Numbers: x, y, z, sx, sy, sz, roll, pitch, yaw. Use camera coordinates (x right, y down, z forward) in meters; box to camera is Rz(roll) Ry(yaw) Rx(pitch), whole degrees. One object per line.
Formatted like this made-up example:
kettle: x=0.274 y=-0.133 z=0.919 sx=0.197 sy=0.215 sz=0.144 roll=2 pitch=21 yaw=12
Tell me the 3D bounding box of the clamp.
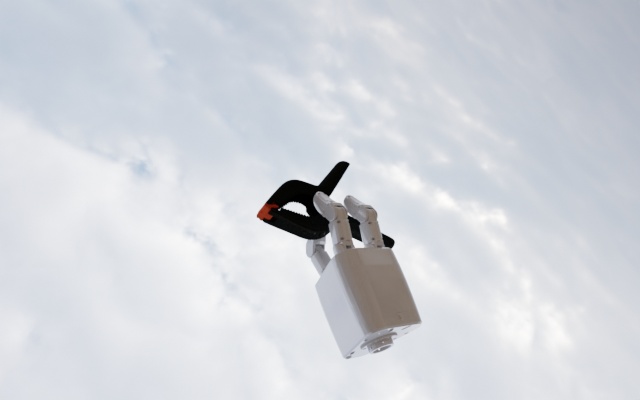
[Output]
clamp: x=-0.001 y=0.003 z=0.682 sx=0.210 sy=0.164 sz=0.036 roll=3 pitch=-39 yaw=-38
